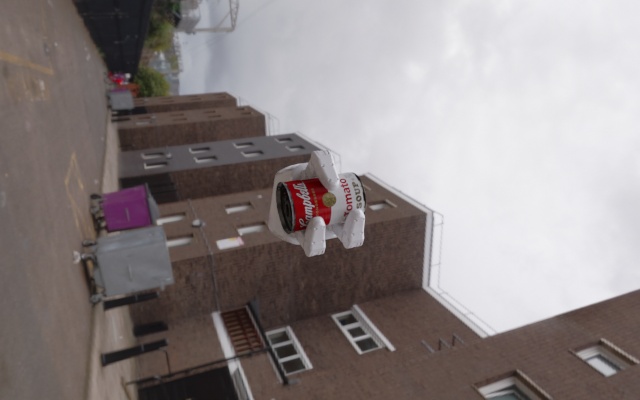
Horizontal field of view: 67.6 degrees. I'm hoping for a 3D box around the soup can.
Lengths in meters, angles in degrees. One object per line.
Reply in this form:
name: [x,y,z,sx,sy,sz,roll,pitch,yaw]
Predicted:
soup can: [0.001,0.002,0.626,0.102,0.068,0.068,-10,3,-20]
